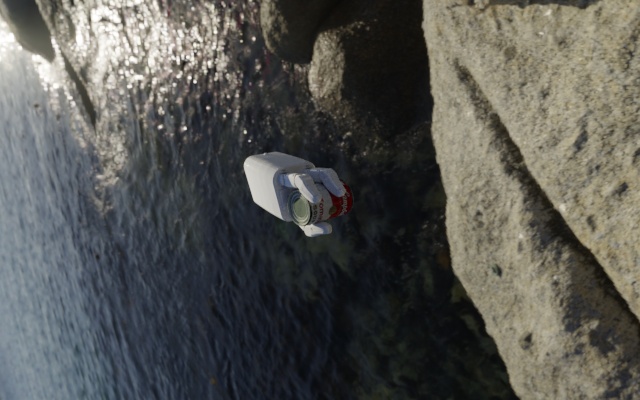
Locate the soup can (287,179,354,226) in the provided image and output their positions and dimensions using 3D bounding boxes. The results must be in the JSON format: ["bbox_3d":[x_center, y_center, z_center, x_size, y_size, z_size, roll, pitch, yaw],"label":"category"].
[{"bbox_3d":[0.000,0.003,0.857,0.102,0.068,0.068,-15,9,-38],"label":"soup can"}]
